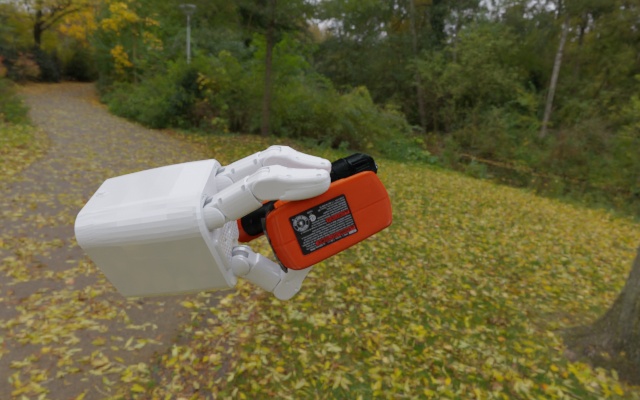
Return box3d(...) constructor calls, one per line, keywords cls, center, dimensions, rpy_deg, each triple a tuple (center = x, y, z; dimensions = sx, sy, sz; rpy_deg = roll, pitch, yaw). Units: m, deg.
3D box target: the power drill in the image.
box3d(cls="power drill", center=(0.000, 0.002, 0.476), dimensions=(0.184, 0.057, 0.187), rpy_deg=(-26, 11, -11))
